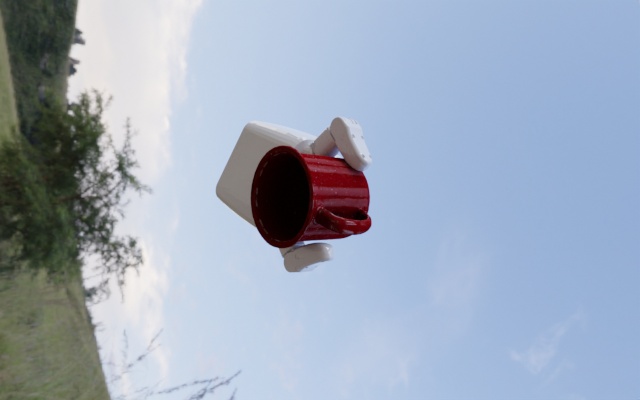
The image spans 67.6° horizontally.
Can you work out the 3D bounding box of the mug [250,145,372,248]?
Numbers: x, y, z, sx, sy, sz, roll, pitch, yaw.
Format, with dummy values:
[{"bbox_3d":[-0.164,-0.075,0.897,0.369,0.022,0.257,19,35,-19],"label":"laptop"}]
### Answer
[{"bbox_3d":[0.001,0.002,0.447,0.081,0.093,0.117,1,19,-42],"label":"mug"}]
